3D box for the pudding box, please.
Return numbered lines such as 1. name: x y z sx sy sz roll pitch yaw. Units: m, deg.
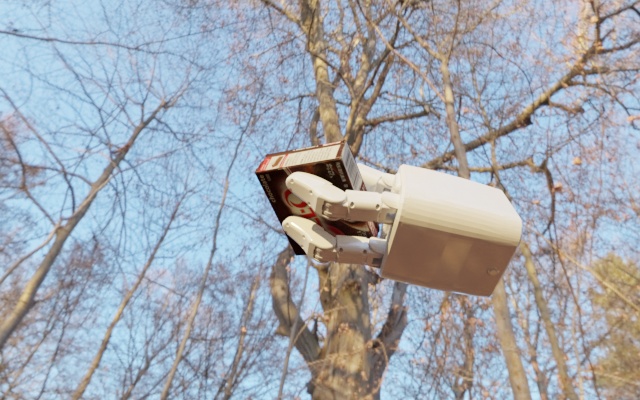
1. pudding box: 0.000 0.001 0.470 0.090 0.113 0.039 -8 33 23
